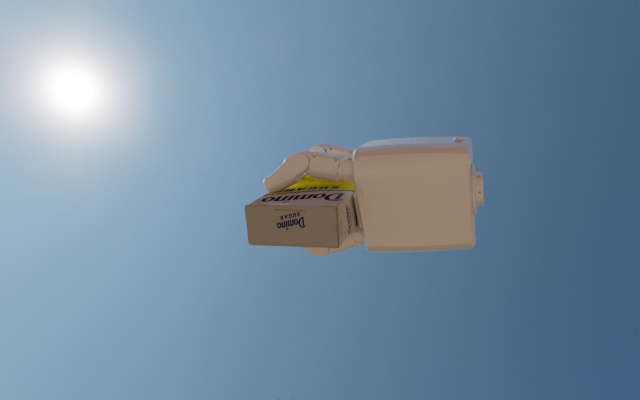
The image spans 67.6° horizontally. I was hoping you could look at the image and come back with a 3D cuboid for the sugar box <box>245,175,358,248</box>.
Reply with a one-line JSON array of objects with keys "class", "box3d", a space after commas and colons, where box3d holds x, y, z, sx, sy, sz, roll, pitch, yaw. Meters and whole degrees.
[{"class": "sugar box", "box3d": [0.000, 0.001, 0.511, 0.093, 0.048, 0.176, 0, 12, 18]}]
